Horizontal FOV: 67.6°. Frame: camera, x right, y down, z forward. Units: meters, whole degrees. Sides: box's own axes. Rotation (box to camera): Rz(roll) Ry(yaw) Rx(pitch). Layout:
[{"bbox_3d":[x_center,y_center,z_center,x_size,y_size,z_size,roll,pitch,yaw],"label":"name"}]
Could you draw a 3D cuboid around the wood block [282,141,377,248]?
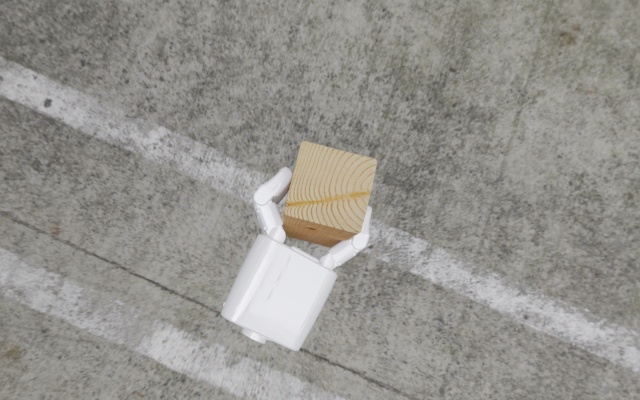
[{"bbox_3d":[0.000,0.002,0.628,0.091,0.090,0.206,15,-11,-4],"label":"wood block"}]
